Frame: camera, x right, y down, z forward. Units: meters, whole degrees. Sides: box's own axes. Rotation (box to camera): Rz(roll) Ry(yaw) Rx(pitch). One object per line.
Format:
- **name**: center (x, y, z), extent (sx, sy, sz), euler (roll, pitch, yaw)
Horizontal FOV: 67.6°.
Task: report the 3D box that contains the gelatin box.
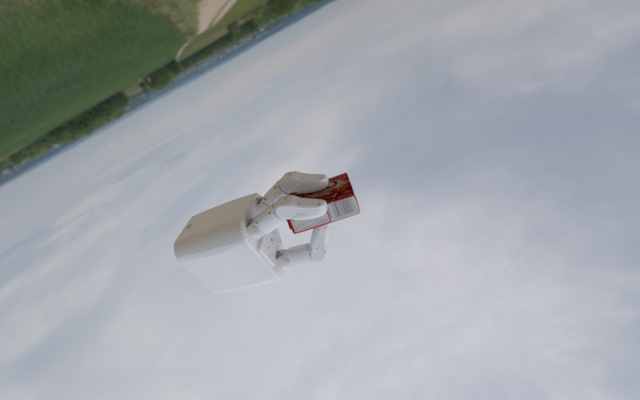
- **gelatin box**: center (0.001, 0.002, 0.606), extent (0.089, 0.030, 0.073), euler (-18, 25, 3)
